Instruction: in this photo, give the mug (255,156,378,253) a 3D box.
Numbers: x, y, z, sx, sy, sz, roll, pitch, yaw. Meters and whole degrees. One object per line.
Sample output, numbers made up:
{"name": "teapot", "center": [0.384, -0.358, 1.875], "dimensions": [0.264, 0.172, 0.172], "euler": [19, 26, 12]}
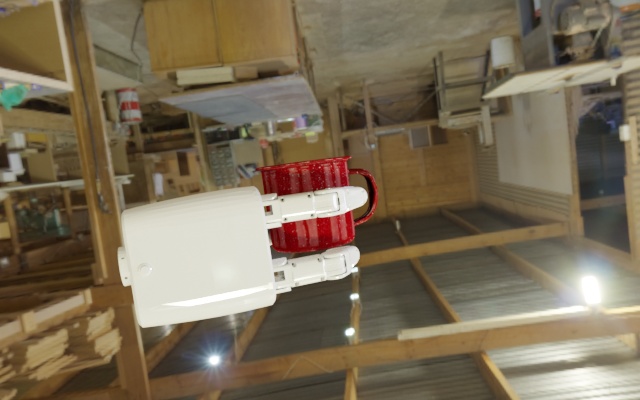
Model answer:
{"name": "mug", "center": [0.001, 0.002, 0.465], "dimensions": [0.117, 0.081, 0.093], "euler": [-9, 4, -16]}
